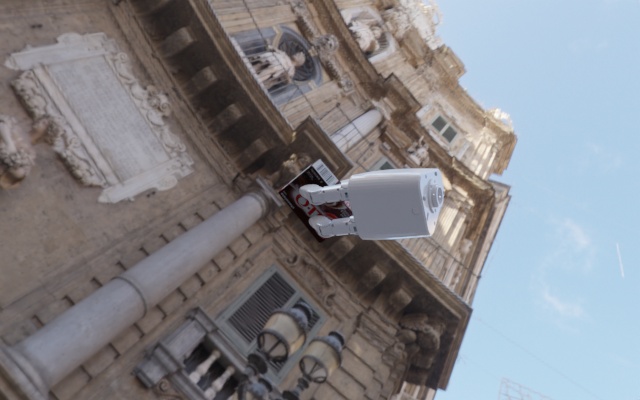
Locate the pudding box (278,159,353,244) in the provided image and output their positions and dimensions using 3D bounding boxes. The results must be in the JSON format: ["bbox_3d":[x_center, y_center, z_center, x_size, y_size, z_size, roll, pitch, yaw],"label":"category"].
[{"bbox_3d":[0.000,0.002,0.768,0.090,0.113,0.039,-36,3,37],"label":"pudding box"}]
